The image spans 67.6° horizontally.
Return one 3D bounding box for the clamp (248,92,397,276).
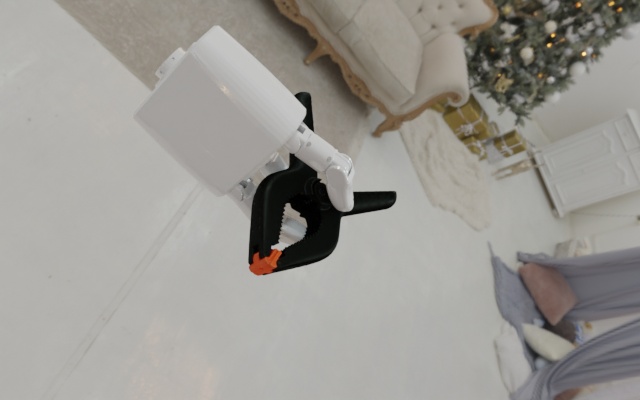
[{"bbox_3d":[0.000,0.001,0.473,0.164,0.209,0.036,41,-44,-16],"label":"clamp"}]
